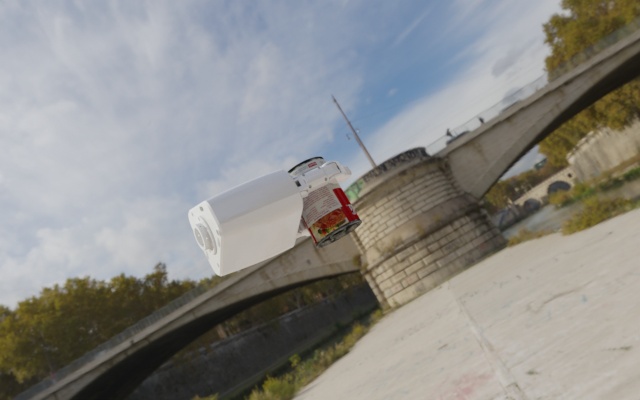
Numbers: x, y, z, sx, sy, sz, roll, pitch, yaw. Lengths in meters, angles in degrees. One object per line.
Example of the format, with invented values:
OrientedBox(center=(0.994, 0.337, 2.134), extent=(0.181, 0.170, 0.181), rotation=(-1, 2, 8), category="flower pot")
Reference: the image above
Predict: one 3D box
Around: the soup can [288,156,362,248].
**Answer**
OrientedBox(center=(0.000, 0.002, 0.629), extent=(0.068, 0.102, 0.068), rotation=(-29, -13, -7), category="soup can")
